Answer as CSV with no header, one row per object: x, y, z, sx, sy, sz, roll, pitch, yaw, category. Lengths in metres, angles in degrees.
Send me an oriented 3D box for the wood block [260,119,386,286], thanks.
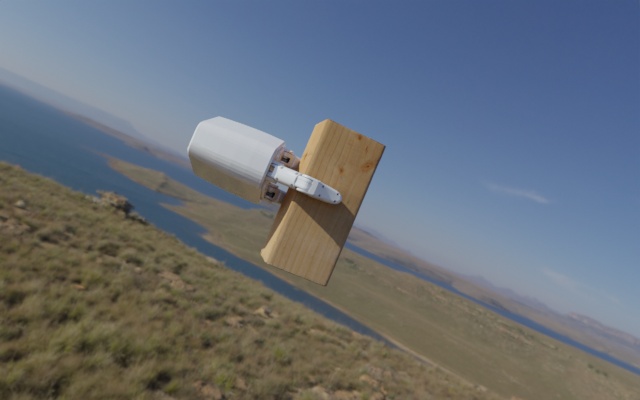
0.000,0.002,0.670,0.090,0.206,0.091,23,-2,-12,wood block
